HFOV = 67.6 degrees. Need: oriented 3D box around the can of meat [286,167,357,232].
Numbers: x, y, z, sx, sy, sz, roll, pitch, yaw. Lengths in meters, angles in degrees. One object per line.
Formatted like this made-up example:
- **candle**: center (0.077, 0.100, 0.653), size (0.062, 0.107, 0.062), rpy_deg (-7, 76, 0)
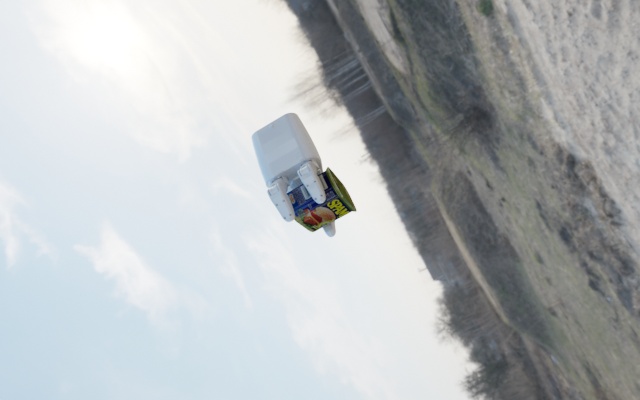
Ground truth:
- **can of meat**: center (0.000, 0.003, 0.762), size (0.084, 0.057, 0.102), rpy_deg (-29, -26, 9)
